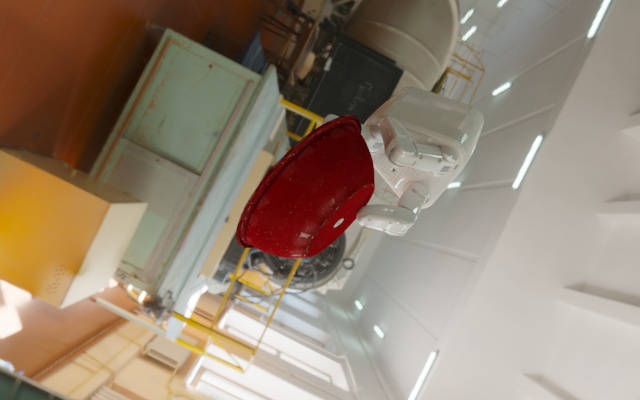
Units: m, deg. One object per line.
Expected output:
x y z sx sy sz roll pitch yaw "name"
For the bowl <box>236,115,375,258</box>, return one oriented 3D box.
-0.001 0.002 0.444 0.055 0.162 0.162 43 14 15 "bowl"
